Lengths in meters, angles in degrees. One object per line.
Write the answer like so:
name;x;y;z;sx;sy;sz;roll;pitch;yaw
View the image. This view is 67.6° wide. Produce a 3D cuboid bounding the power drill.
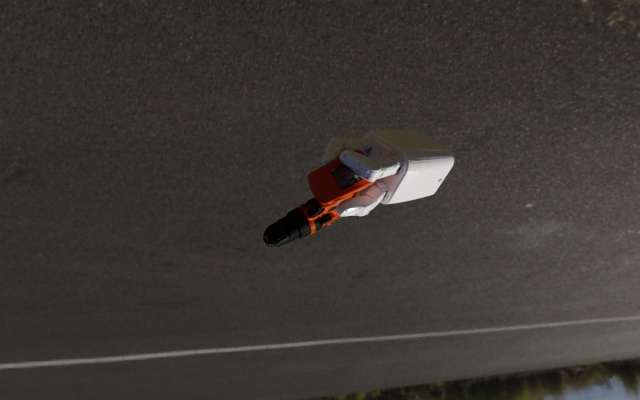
power drill;0.000;0.002;0.751;0.184;0.057;0.188;-29;-10;-22
